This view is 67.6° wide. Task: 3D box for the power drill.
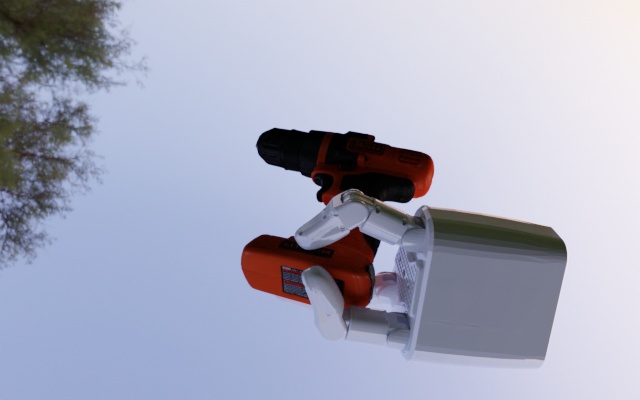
[{"bbox_3d":[0.000,0.002,0.435,0.184,0.057,0.187,11,45,15],"label":"power drill"}]
